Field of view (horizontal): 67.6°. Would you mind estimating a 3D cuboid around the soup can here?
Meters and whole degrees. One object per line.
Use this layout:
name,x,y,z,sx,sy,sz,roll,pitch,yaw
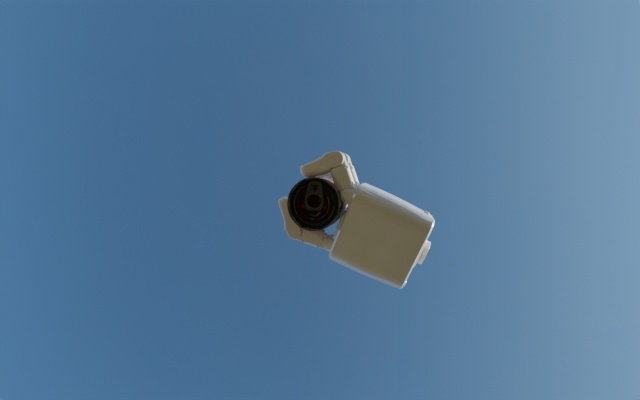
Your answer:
soup can,0.000,0.002,0.646,0.068,0.068,0.102,0,3,10
